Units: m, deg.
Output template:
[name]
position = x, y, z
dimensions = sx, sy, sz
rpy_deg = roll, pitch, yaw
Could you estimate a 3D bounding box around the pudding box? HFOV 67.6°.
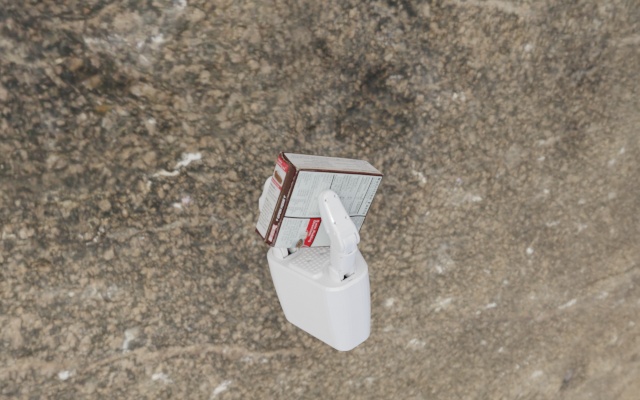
[pudding box]
position = 0.000, 0.002, 0.483
dimensions = 0.113, 0.090, 0.039
rpy_deg = 1, 29, -39
